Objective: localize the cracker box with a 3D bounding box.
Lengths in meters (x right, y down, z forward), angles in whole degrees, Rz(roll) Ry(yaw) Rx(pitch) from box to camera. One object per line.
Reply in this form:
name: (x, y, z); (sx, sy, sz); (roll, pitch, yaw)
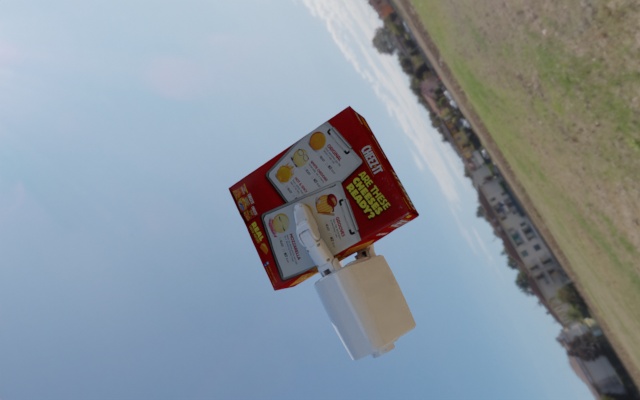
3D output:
cracker box: (0.000, 0.002, 0.655); (0.214, 0.164, 0.072); (-32, -15, 18)
